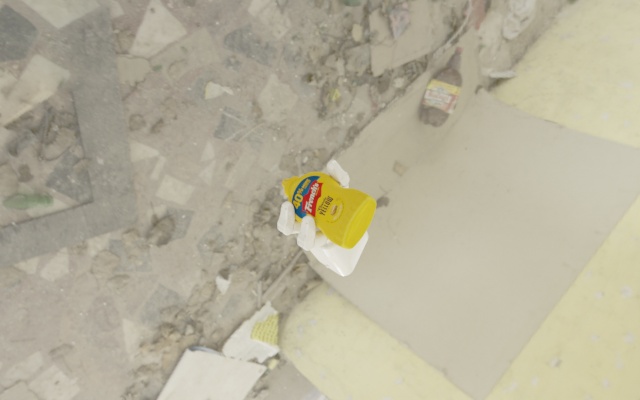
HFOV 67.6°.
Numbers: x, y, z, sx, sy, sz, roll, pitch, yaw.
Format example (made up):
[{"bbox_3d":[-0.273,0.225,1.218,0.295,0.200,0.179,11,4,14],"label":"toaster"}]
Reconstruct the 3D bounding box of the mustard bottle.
[{"bbox_3d":[0.000,0.003,0.828,0.191,0.096,0.058,29,3,39],"label":"mustard bottle"}]
